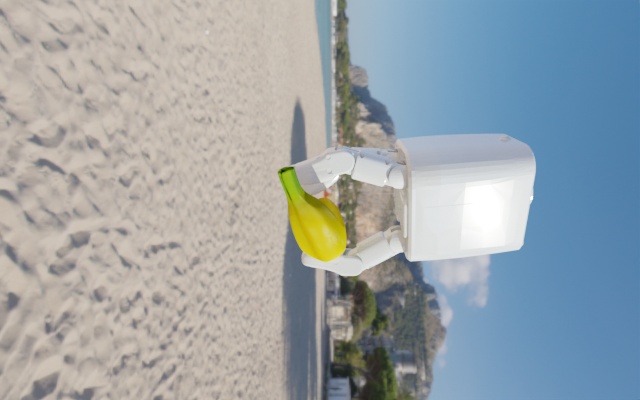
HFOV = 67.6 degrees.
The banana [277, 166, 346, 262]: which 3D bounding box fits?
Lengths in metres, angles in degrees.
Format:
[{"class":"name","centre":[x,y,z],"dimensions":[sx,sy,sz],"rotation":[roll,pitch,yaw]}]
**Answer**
[{"class":"banana","centre":[0.002,0.019,0.418],"dimensions":[0.037,0.069,0.198],"rotation":[-9,-8,5]}]
